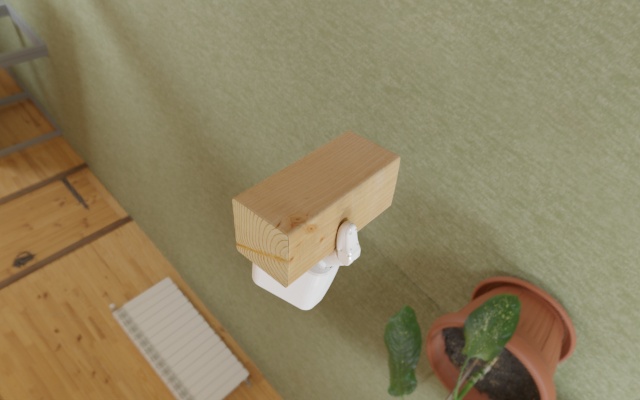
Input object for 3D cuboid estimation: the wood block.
[{"bbox_3d":[0.000,0.002,0.603,0.090,0.090,0.206,33,49,28],"label":"wood block"}]
